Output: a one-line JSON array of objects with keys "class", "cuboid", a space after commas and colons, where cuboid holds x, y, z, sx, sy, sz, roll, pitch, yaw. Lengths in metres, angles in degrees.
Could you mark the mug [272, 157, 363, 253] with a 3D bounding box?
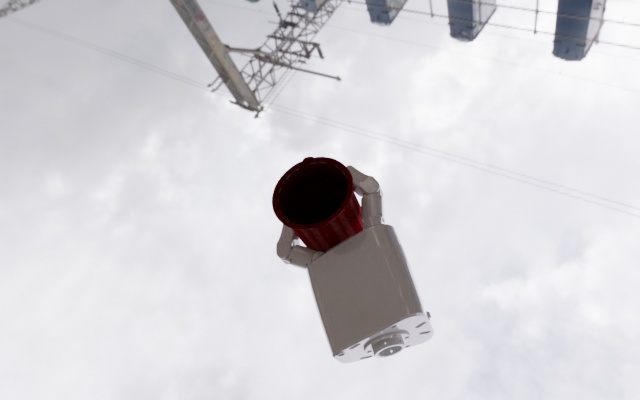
[{"class": "mug", "cuboid": [0.000, 0.001, 0.553, 0.093, 0.117, 0.081, -22, -37, 7]}]
